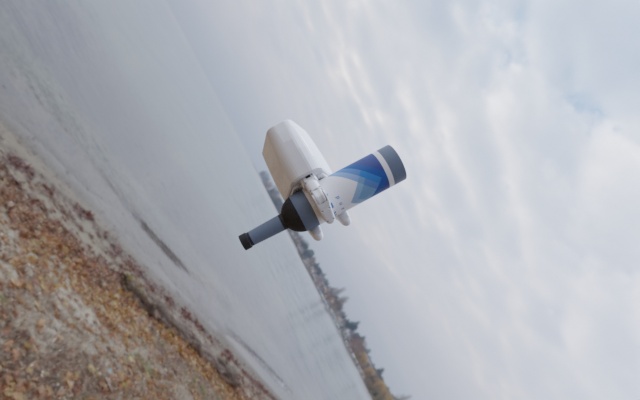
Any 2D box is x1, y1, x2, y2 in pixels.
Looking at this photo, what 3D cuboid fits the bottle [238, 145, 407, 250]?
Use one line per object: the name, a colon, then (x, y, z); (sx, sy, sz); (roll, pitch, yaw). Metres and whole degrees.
bottle: (0.000, 0.003, 0.801); (0.295, 0.069, 0.069); (-28, 2, -5)
